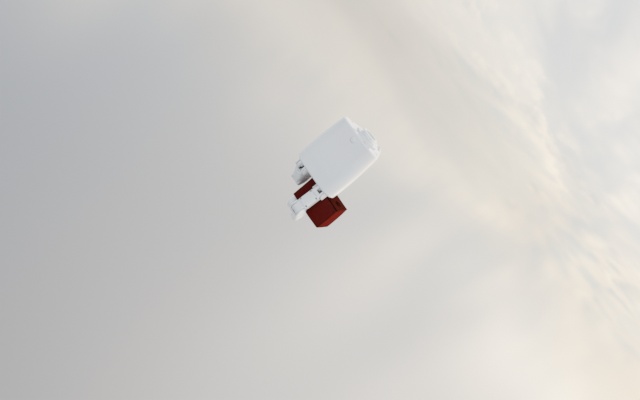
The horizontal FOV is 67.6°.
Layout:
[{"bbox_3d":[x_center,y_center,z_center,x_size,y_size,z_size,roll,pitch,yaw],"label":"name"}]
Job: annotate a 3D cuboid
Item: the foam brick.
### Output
[{"bbox_3d":[0.000,0.003,0.852,0.051,0.078,0.053,-39,-12,18],"label":"foam brick"}]
